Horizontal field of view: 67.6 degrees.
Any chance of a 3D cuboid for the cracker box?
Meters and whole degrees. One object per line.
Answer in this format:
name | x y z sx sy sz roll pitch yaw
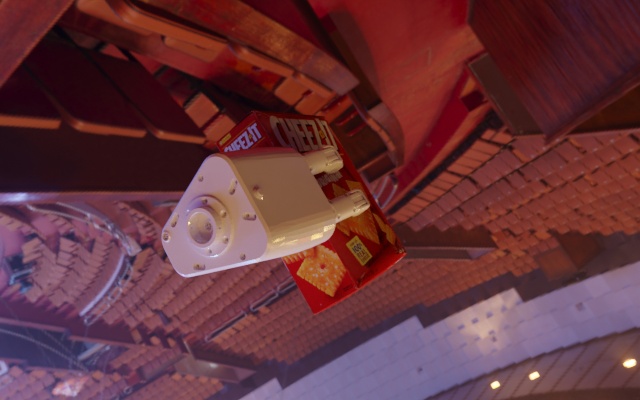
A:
cracker box | 0.000 0.002 0.555 0.072 0.213 0.164 -35 -10 27
